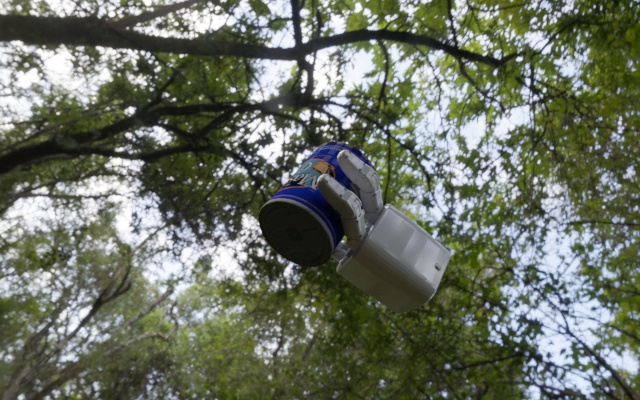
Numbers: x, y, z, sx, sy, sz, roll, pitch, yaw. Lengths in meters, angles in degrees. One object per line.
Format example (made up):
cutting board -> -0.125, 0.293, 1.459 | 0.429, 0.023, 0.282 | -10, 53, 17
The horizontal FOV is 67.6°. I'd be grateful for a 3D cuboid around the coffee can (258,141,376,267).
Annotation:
coffee can -> 0.000, 0.002, 0.620 | 0.103, 0.103, 0.140 | 0, 36, 35
